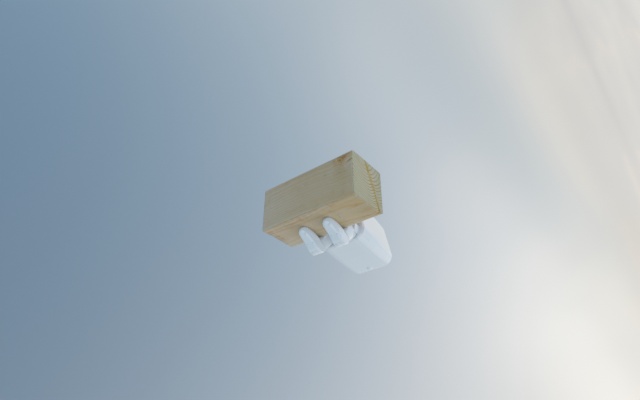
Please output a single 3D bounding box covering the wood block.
[{"bbox_3d":[0.000,0.003,0.867,0.206,0.090,0.090,-23,-39,32],"label":"wood block"}]
